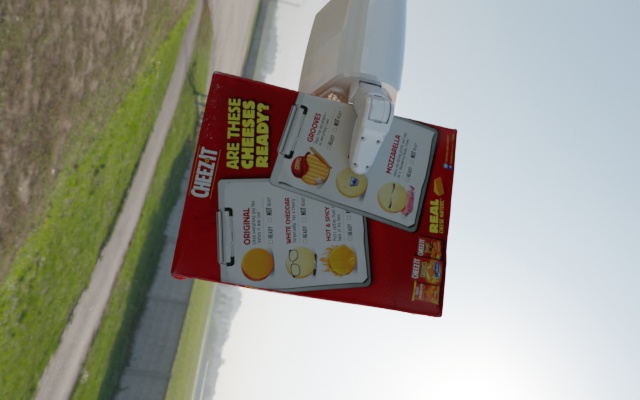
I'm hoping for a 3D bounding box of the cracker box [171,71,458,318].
[{"bbox_3d":[0.000,0.001,0.406,0.214,0.164,0.072,11,-14,-10],"label":"cracker box"}]
